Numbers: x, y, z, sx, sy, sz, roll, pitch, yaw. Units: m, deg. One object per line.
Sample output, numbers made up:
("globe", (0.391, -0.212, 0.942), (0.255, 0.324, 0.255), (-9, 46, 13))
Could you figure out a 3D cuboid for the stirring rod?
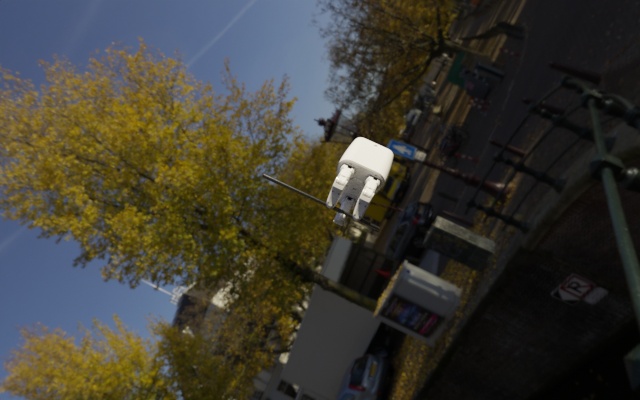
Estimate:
("stirring rod", (0.000, 0.003, 0.899), (0.239, 0.011, 0.011), (25, 2, 4))
